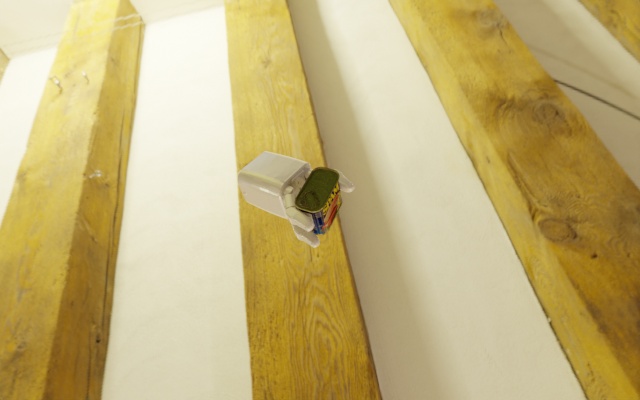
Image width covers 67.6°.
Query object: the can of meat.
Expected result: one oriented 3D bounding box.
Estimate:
[{"bbox_3d":[0.000,0.003,0.896,0.057,0.102,0.084,16,-32,21],"label":"can of meat"}]
